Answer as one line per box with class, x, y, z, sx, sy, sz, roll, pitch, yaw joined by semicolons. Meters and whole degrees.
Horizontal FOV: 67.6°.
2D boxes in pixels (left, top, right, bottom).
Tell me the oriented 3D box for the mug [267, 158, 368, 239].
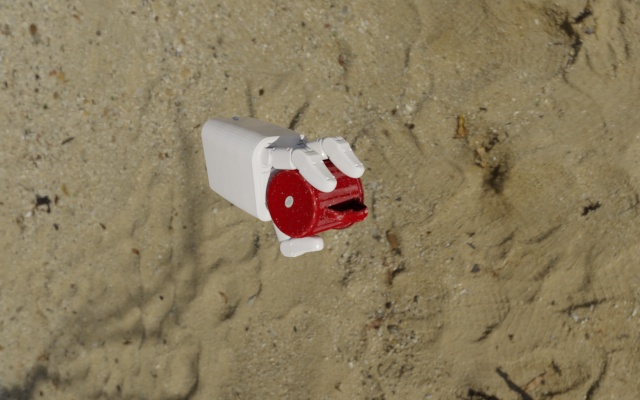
mug;0.001;0.002;0.557;0.117;0.093;0.081;24;25;35
